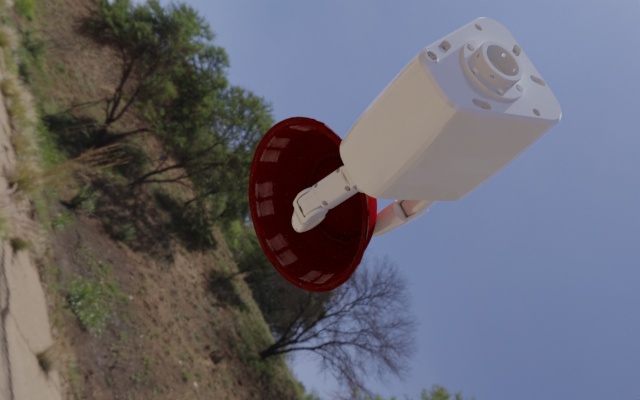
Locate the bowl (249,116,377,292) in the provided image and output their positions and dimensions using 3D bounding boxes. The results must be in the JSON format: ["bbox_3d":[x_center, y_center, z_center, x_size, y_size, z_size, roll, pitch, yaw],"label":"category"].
[{"bbox_3d":[0.000,0.002,0.455,0.055,0.162,0.162,-11,8,-44],"label":"bowl"}]
